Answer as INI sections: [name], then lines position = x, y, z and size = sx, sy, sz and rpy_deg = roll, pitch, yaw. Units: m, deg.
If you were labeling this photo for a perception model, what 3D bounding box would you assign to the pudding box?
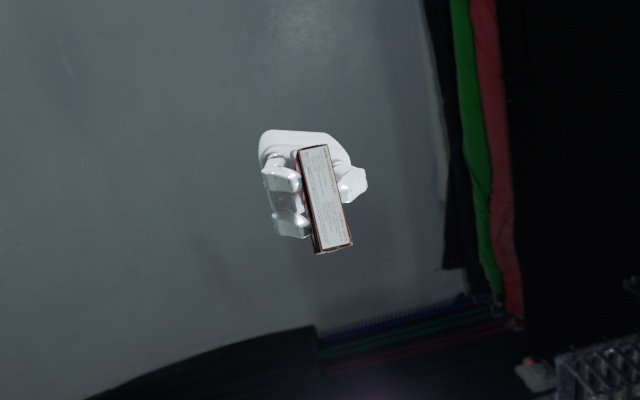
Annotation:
[pudding box]
position = 0.000, 0.002, 0.532
size = 0.039, 0.113, 0.090
rpy_deg = -15, -6, -6
